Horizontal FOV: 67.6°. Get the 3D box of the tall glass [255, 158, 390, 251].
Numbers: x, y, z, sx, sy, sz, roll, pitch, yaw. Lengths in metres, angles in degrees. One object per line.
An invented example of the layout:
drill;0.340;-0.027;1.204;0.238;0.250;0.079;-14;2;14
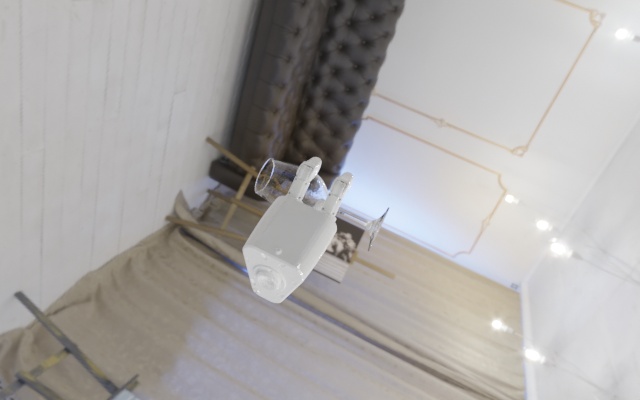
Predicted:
tall glass;0.001;0.003;0.739;0.201;0.079;0.079;25;4;9
